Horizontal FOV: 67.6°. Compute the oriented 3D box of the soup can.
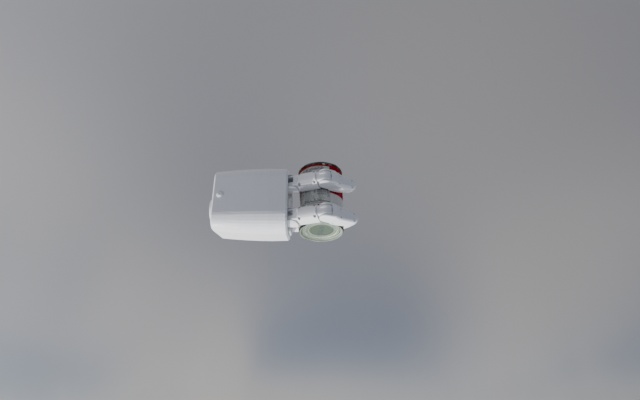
[{"bbox_3d":[0.001,0.003,0.716,0.068,0.102,0.068,-1,-30,0],"label":"soup can"}]
